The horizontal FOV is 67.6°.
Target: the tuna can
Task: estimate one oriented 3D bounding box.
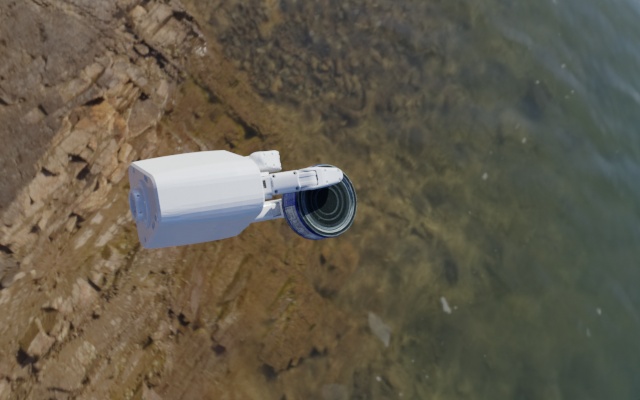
[{"bbox_3d":[0.000,0.002,0.550,0.086,0.086,0.034,0,-8,-35],"label":"tuna can"}]
